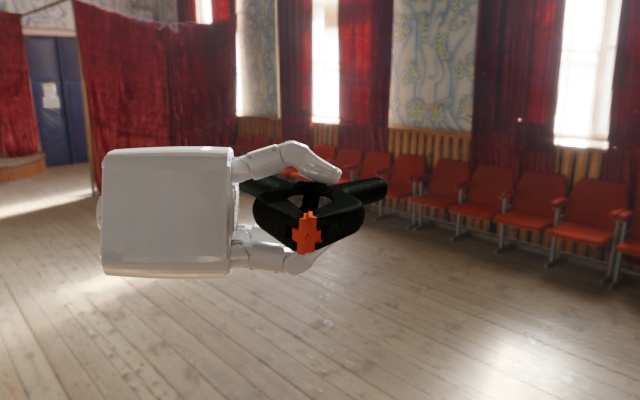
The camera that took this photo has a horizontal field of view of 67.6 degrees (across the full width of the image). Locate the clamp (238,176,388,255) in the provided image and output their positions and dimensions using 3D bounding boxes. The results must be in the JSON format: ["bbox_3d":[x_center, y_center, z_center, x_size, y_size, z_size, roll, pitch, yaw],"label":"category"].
[{"bbox_3d":[0.000,0.001,0.438,0.164,0.036,0.210,2,13,-7],"label":"clamp"}]
